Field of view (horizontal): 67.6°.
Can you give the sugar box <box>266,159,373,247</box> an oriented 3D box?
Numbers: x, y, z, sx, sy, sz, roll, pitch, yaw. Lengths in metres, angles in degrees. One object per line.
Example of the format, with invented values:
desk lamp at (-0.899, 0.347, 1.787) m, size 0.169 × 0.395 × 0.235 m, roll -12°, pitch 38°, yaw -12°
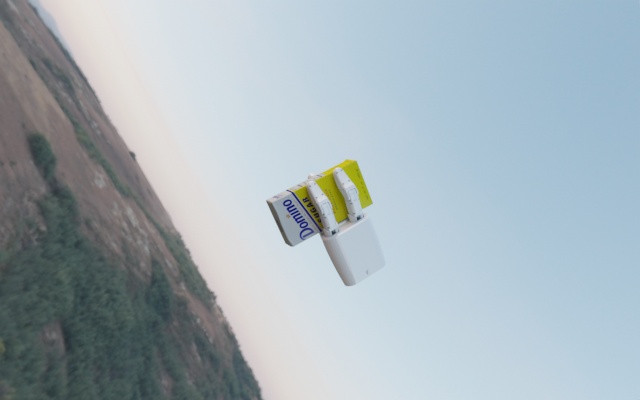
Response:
sugar box at (0.000, 0.003, 0.865) m, size 0.176 × 0.093 × 0.048 m, roll -29°, pitch 17°, yaw -18°
